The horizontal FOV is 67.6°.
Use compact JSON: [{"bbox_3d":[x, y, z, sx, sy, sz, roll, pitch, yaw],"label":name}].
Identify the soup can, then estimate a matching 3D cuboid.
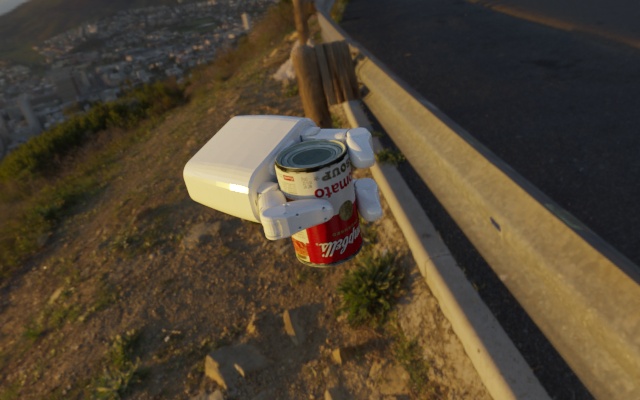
[{"bbox_3d":[0.000,0.001,0.448,0.068,0.102,0.068,-9,28,5],"label":"soup can"}]
